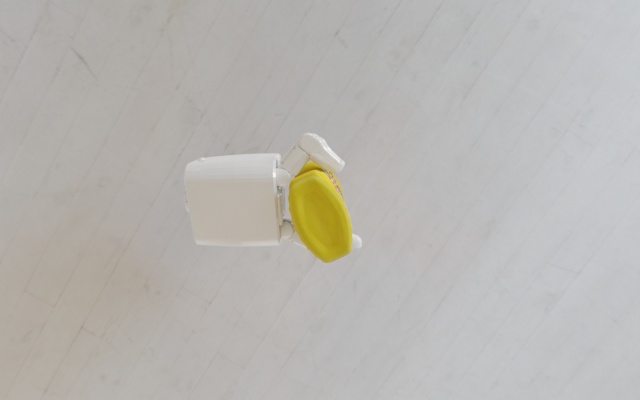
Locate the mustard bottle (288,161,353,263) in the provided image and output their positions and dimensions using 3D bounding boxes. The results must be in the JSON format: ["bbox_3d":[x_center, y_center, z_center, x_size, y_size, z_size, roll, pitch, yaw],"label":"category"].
[{"bbox_3d":[0.000,0.002,0.580,0.058,0.096,0.191,-25,10,5],"label":"mustard bottle"}]
